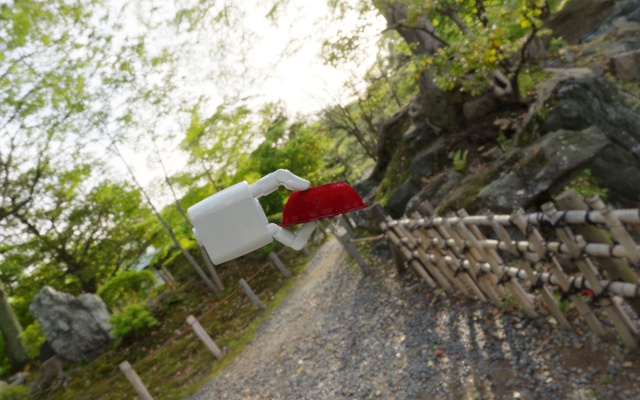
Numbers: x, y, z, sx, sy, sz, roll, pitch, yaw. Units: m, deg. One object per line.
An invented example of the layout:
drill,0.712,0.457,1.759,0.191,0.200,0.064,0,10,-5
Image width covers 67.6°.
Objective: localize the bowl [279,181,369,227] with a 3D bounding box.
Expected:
bowl,0.001,0.002,0.836,0.162,0.055,0.162,-13,0,0
